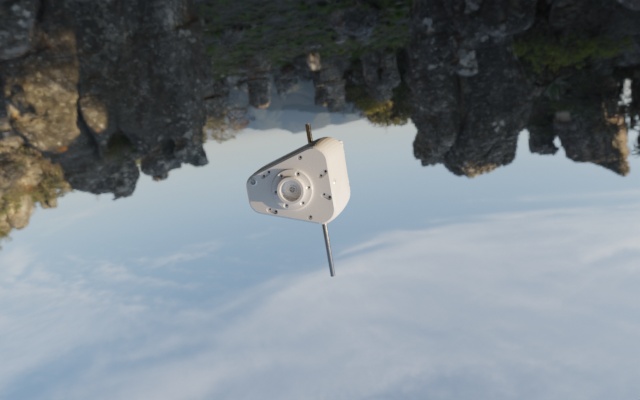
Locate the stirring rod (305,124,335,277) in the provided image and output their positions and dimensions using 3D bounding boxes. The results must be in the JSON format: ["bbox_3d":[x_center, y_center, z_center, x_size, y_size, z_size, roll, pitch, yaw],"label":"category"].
[{"bbox_3d":[0.000,0.002,0.735,0.011,0.239,0.011,-9,10,2],"label":"stirring rod"}]
